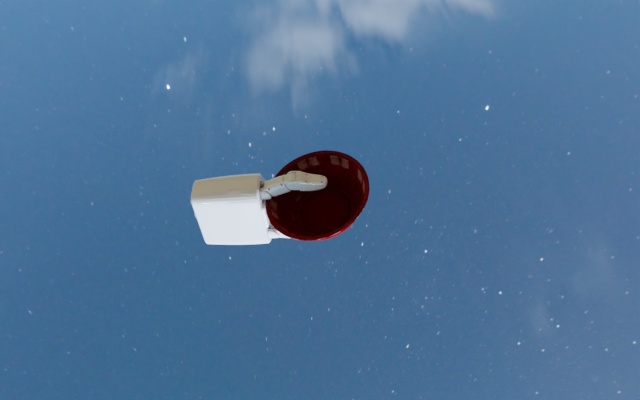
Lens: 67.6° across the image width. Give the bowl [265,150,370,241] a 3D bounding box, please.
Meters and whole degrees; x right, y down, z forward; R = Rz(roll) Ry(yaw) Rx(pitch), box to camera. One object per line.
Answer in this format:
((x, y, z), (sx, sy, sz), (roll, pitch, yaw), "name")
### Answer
((0.001, 0.003, 0.729), (0.162, 0.162, 0.055), (0, -33, 19), "bowl")
